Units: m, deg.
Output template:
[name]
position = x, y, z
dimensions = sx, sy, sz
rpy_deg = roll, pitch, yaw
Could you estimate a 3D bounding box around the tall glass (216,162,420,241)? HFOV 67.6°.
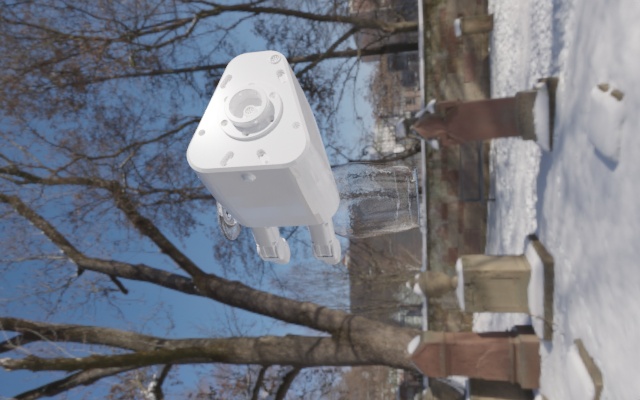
[tall glass]
position = -0.001, 0.002, 0.495
dimensions = 0.201, 0.079, 0.079
rpy_deg = -3, -1, 11
